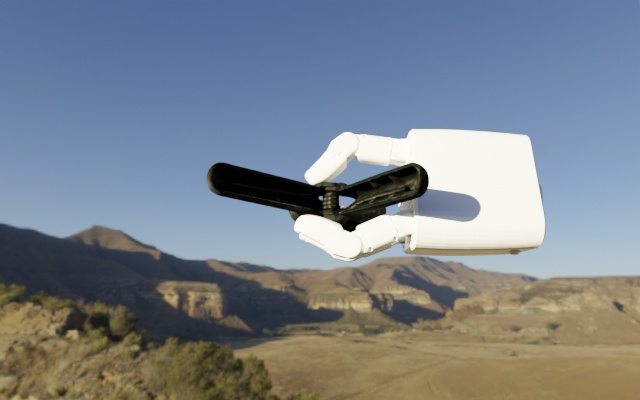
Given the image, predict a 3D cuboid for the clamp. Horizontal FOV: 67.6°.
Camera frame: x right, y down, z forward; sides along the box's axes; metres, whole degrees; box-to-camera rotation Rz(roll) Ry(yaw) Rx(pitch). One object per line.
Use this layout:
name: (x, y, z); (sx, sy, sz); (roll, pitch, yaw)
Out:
clamp: (0.000, 0.001, 0.433); (0.164, 0.036, 0.210); (3, -11, 4)
